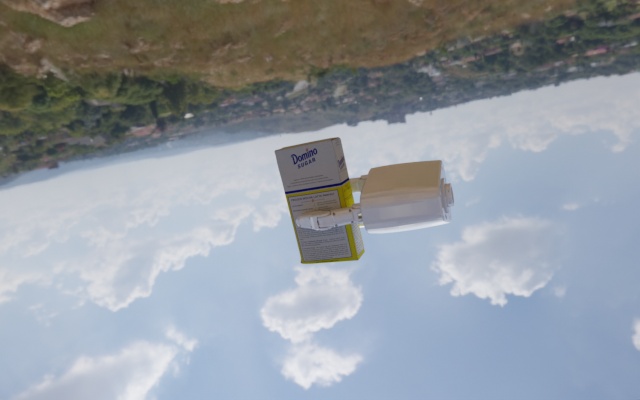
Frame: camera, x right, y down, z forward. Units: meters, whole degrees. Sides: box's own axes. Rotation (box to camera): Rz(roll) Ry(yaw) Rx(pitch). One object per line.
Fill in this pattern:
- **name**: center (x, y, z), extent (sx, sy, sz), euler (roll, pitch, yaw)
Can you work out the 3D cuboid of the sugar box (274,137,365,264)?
- **sugar box**: center (0.000, 0.002, 0.694), extent (0.093, 0.176, 0.048), euler (-8, 9, 23)
